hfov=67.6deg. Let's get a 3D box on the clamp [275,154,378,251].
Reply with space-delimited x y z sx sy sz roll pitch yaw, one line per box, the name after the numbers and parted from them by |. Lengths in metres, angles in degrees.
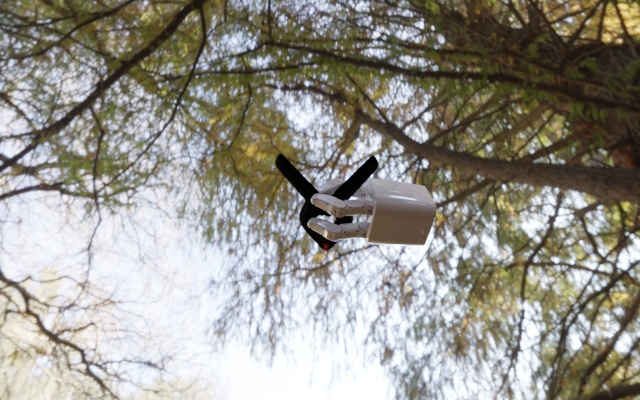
0.000 0.003 0.821 0.164 0.210 0.036 7 40 -2 | clamp
